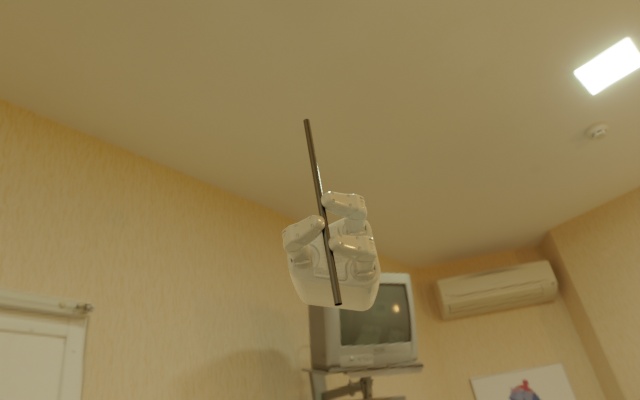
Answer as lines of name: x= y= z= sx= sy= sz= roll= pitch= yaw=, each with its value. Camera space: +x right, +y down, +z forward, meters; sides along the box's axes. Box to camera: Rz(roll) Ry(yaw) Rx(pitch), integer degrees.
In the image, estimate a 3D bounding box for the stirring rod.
stirring rod: x=0.000 y=0.002 z=0.535 sx=0.011 sy=0.239 sz=0.011 roll=-7 pitch=-31 yaw=-4
